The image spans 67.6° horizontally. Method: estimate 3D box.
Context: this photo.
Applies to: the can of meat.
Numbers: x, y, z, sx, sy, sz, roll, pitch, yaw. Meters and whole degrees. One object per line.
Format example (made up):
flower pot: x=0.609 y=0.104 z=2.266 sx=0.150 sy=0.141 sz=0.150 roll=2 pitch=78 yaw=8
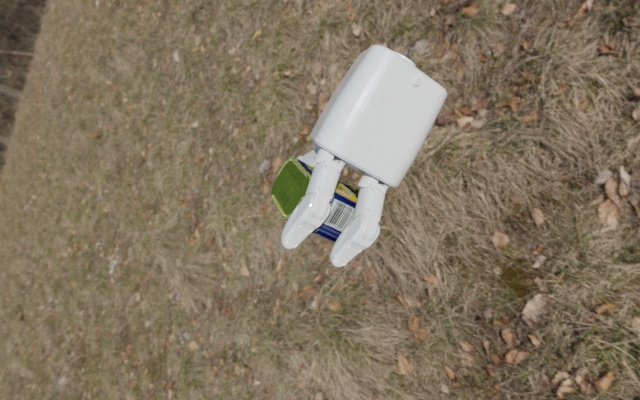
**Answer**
can of meat: x=0.000 y=0.002 z=0.507 sx=0.084 sy=0.057 sz=0.102 roll=27 pitch=10 yaw=-26
